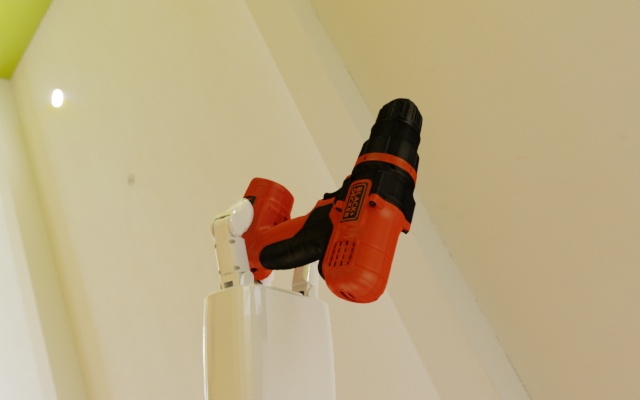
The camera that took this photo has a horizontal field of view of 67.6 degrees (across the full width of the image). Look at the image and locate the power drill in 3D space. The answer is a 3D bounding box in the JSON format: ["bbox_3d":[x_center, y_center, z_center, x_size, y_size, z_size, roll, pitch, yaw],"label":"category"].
[{"bbox_3d":[0.000,0.002,0.427,0.187,0.184,0.057,-13,-43,46],"label":"power drill"}]
